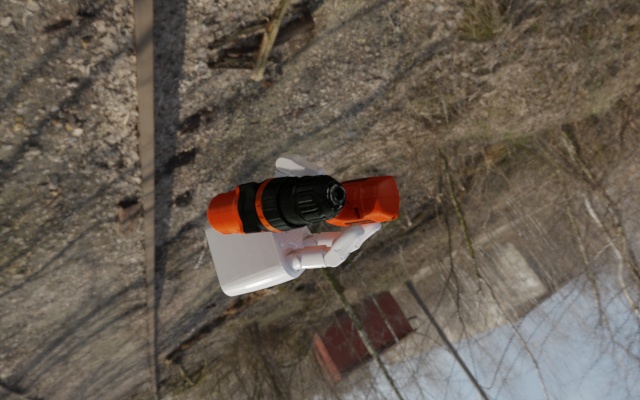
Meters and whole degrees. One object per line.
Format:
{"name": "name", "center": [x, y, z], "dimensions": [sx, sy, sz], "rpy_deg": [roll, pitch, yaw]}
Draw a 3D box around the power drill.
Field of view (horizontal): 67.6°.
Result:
{"name": "power drill", "center": [0.000, 0.002, 0.510], "dimensions": [0.187, 0.057, 0.184], "rpy_deg": [-1, -4, -44]}
